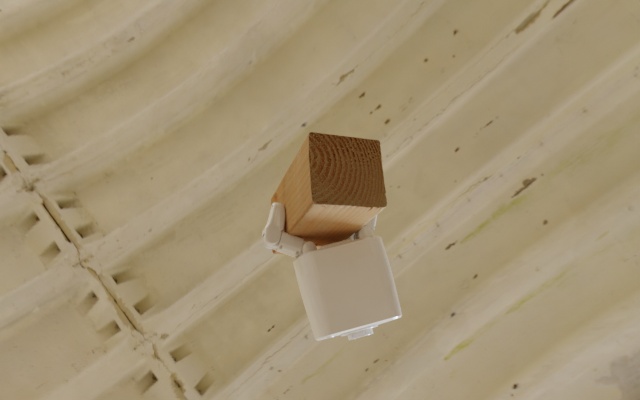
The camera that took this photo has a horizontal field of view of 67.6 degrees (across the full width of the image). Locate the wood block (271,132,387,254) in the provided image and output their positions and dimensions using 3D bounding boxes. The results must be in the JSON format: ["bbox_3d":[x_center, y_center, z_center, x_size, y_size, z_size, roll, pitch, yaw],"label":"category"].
[{"bbox_3d":[0.000,0.002,0.628,0.091,0.090,0.206,4,-22,-18],"label":"wood block"}]
